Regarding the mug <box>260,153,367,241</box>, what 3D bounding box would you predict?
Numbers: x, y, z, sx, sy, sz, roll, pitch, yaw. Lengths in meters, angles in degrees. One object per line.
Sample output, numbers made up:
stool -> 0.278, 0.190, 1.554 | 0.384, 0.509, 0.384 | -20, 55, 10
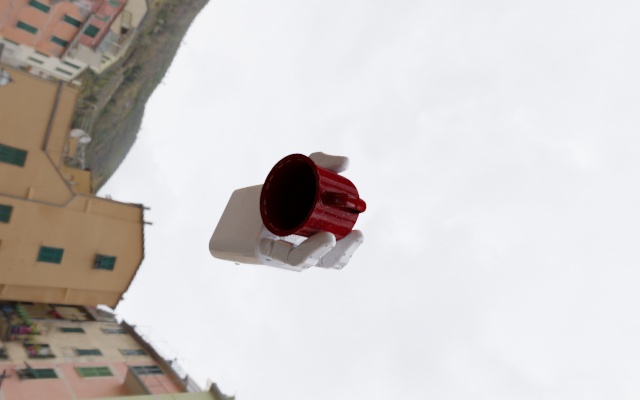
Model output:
mug -> 0.001, 0.002, 0.534 | 0.117, 0.093, 0.081 | -2, -14, 43
